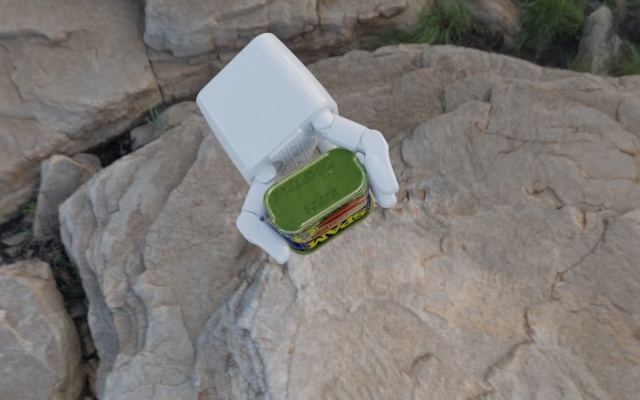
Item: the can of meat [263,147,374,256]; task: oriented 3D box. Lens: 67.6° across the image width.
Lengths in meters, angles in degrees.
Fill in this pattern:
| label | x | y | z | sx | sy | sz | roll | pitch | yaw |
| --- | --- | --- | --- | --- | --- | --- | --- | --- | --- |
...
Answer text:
| label | x | y | z | sx | sy | sz | roll | pitch | yaw |
| --- | --- | --- | --- | --- | --- | --- | --- | --- | --- |
| can of meat | 0.000 | 0.002 | 0.462 | 0.102 | 0.057 | 0.084 | -33 | -19 | -4 |
